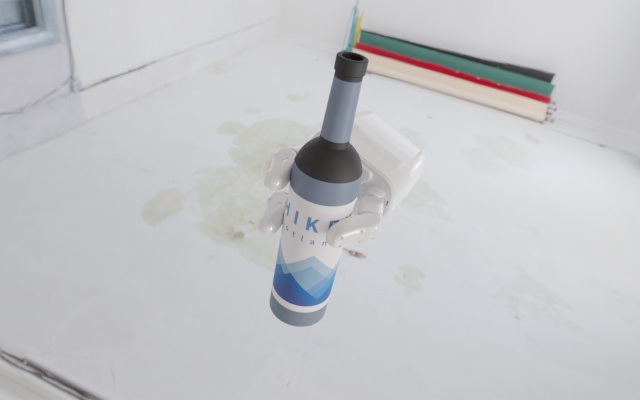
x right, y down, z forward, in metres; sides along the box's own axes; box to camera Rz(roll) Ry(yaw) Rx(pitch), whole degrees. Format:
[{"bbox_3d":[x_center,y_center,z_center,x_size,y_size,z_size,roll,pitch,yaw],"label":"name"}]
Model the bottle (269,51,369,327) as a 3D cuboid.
[{"bbox_3d":[0.000,0.002,0.473,0.069,0.296,0.069,9,34,-6],"label":"bottle"}]
